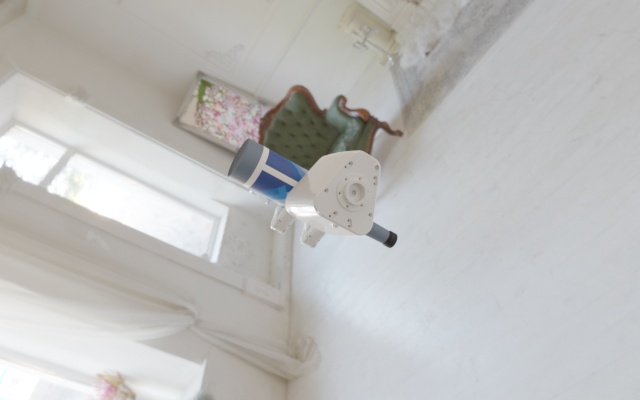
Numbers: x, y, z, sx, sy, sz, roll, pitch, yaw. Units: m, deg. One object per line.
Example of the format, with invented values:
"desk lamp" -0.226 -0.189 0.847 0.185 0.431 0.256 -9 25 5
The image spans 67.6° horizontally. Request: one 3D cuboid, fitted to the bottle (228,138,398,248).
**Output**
"bottle" 0.000 0.002 0.755 0.296 0.069 0.069 28 -10 -20
